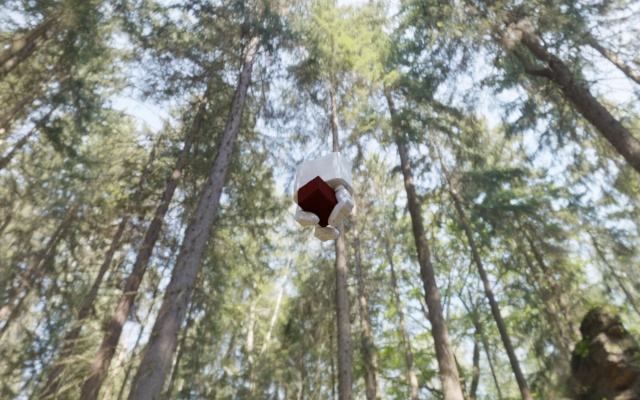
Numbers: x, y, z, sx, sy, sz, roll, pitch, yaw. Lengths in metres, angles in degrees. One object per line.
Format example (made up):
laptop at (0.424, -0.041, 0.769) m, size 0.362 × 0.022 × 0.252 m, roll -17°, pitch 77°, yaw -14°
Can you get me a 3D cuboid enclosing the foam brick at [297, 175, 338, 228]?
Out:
foam brick at (0.000, 0.003, 0.896) m, size 0.053 × 0.078 × 0.051 m, roll -33°, pitch 31°, yaw 21°
